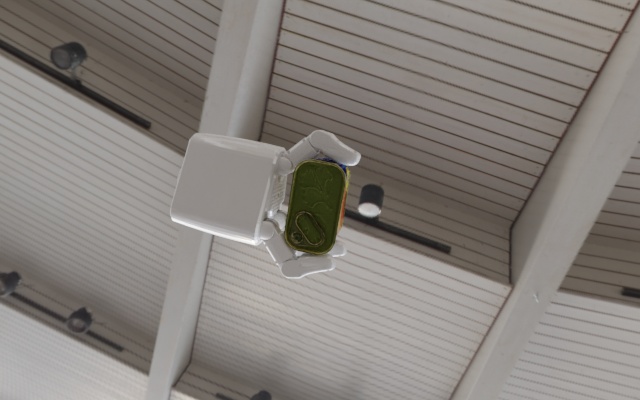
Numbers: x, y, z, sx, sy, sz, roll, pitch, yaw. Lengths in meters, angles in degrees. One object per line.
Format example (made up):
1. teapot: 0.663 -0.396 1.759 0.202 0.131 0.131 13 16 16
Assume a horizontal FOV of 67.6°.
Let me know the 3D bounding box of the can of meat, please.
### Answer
1. can of meat: 0.000 0.002 0.549 0.057 0.102 0.084 11 11 8
